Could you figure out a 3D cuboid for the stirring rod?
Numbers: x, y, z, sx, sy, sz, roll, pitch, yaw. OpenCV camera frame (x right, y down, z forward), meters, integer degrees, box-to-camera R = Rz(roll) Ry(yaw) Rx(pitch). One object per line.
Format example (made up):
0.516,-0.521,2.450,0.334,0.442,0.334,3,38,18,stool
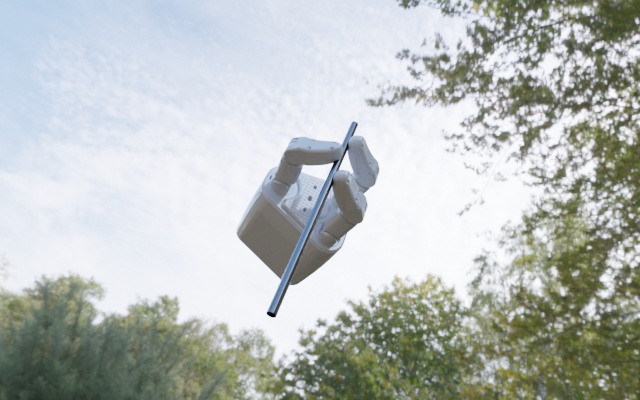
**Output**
0.000,0.002,0.431,0.011,0.011,0.239,0,44,25,stirring rod
